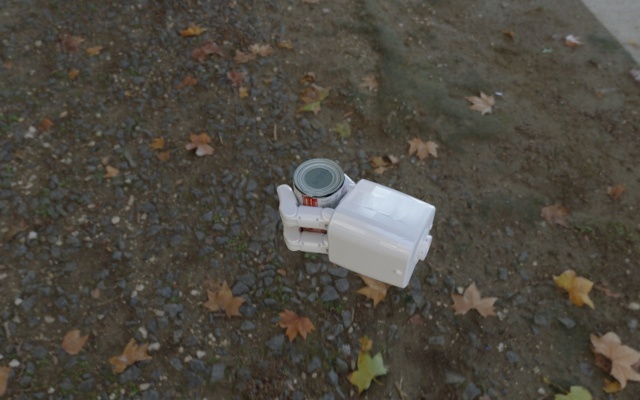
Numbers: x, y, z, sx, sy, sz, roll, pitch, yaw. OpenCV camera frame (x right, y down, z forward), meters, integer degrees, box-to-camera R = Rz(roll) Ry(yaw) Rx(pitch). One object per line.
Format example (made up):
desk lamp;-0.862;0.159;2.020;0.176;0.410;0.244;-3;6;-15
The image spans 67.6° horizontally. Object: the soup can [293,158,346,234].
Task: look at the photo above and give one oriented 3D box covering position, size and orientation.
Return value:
soup can;0.000;0.002;0.640;0.068;0.068;0.102;0;-40;3
